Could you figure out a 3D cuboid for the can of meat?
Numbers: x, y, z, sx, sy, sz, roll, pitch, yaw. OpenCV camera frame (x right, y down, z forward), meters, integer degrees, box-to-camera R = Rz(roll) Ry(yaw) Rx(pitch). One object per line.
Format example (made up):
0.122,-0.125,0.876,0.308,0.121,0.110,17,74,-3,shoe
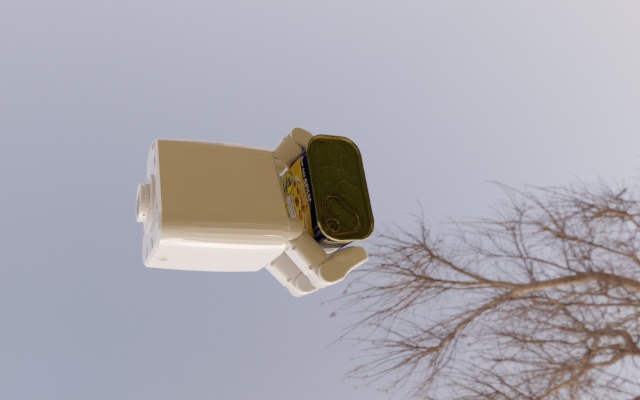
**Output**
0.000,0.002,0.460,0.057,0.102,0.084,1,-21,-28,can of meat
